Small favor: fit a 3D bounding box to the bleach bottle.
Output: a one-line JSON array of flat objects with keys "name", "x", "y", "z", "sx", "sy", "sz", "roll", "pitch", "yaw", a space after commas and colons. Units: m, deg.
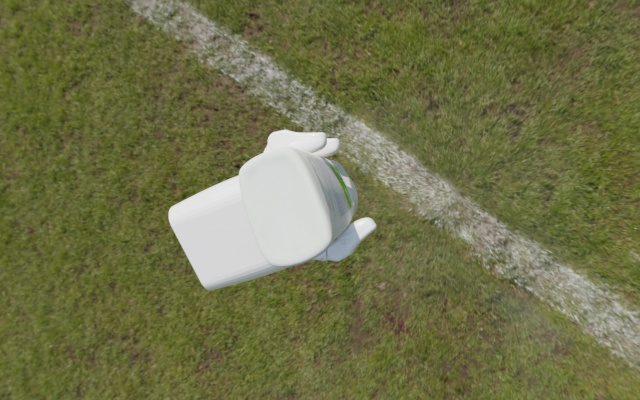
[{"name": "bleach bottle", "x": 0.000, "y": 0.002, "z": 0.514, "sx": 0.068, "sy": 0.102, "sz": 0.251, "roll": -21, "pitch": -5, "yaw": 15}]
